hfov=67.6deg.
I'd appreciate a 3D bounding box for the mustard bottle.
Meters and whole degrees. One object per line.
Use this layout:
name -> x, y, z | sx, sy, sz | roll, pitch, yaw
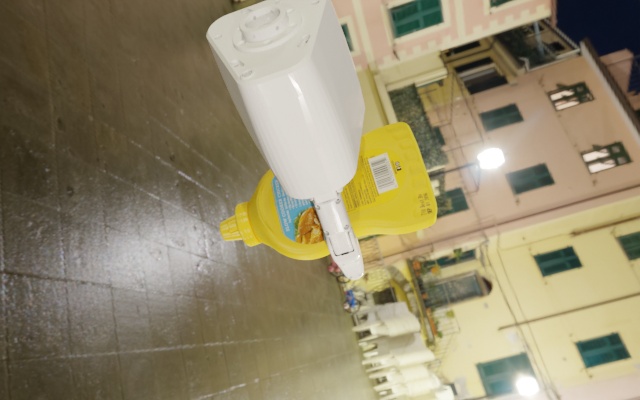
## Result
mustard bottle -> 0.000, 0.001, 0.432 | 0.191, 0.096, 0.058 | -17, -18, 6
